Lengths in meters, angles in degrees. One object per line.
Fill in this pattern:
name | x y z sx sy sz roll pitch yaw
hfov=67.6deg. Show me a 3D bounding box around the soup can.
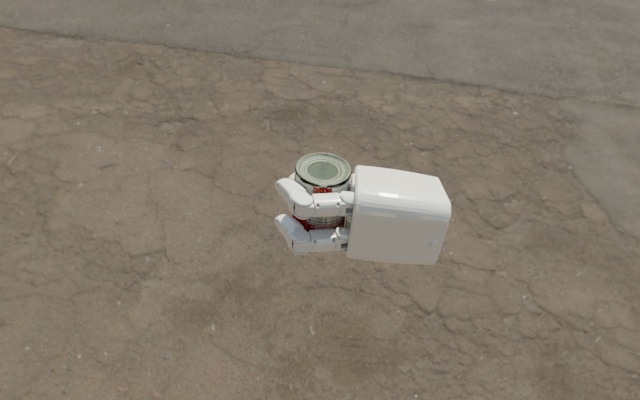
soup can | 0.000 0.002 0.580 0.068 0.102 0.068 3 39 -3
